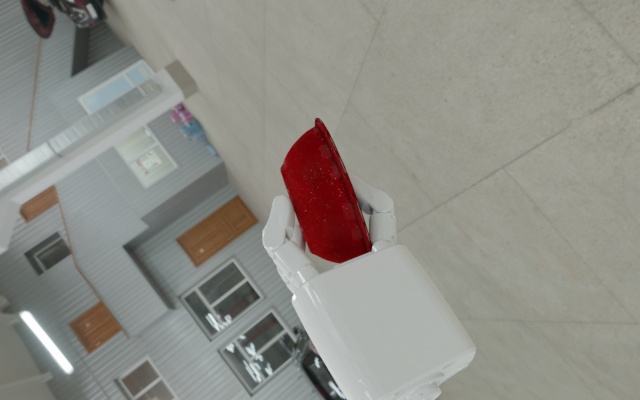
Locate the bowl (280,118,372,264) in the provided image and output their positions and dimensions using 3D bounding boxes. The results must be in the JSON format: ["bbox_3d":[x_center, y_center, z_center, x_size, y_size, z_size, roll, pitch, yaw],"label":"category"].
[{"bbox_3d":[-0.001,0.001,0.484,0.055,0.162,0.162,-20,1,-3],"label":"bowl"}]
